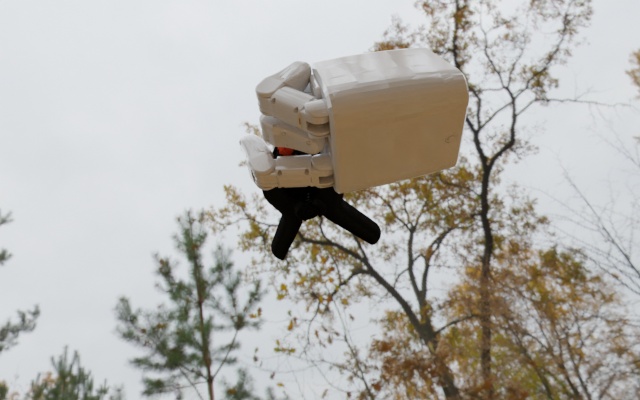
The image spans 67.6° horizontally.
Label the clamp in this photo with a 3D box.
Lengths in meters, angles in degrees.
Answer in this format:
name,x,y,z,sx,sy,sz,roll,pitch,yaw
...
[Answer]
name,x,y,z,sx,sy,sz,roll,pitch,yaw
clamp,0.000,0.001,0.471,0.120,0.039,0.172,-9,-39,-2
